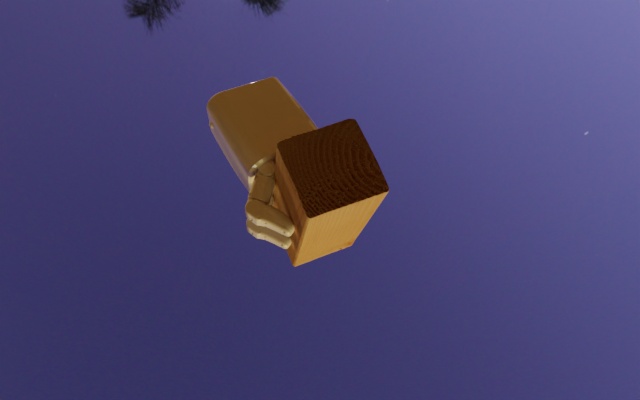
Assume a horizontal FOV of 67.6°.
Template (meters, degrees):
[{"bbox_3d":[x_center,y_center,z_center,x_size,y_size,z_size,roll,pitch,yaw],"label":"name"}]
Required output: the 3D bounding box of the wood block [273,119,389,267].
[{"bbox_3d":[0.000,0.001,0.568,0.091,0.090,0.206,-20,-16,-14],"label":"wood block"}]
